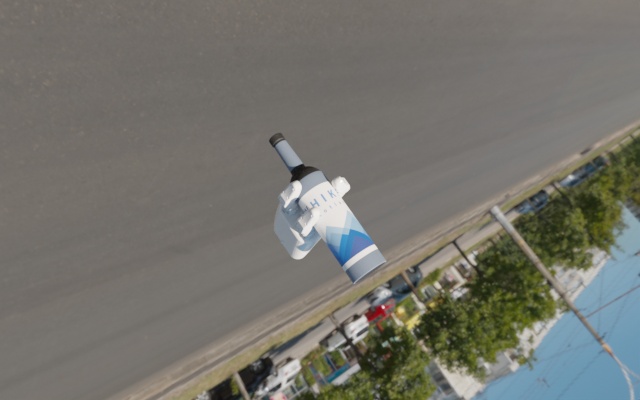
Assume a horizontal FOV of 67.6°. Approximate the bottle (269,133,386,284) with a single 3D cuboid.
[{"bbox_3d":[0.000,0.003,0.825,0.069,0.295,0.069,-33,-15,-10],"label":"bottle"}]
